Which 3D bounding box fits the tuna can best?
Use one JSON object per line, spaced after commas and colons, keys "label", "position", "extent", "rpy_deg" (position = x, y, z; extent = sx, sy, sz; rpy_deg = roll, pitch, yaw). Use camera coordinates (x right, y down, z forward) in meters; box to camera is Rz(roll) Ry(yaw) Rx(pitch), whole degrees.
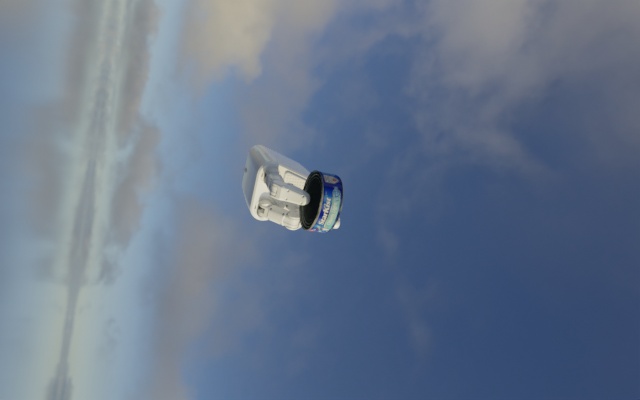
{"label": "tuna can", "position": [0.001, 0.002, 0.676], "extent": [0.034, 0.086, 0.086], "rpy_deg": [10, -4, -21]}
